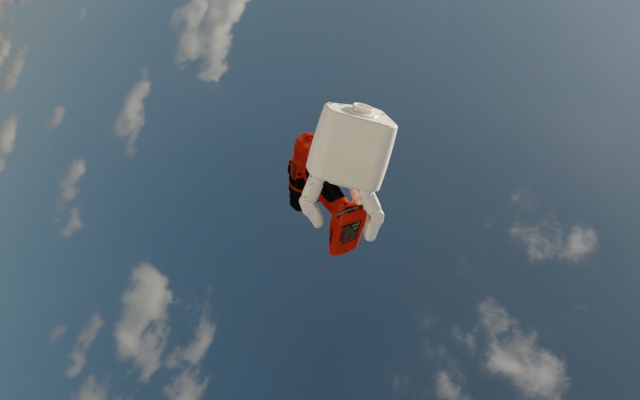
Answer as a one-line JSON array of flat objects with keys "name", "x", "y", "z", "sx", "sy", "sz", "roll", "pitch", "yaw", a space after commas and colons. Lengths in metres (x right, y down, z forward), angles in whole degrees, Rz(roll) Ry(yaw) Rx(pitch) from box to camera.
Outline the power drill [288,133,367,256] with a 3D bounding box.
[{"name": "power drill", "x": 0.000, "y": 0.003, "z": 0.831, "sx": 0.057, "sy": 0.187, "sz": 0.185, "roll": -21, "pitch": -34, "yaw": -23}]
